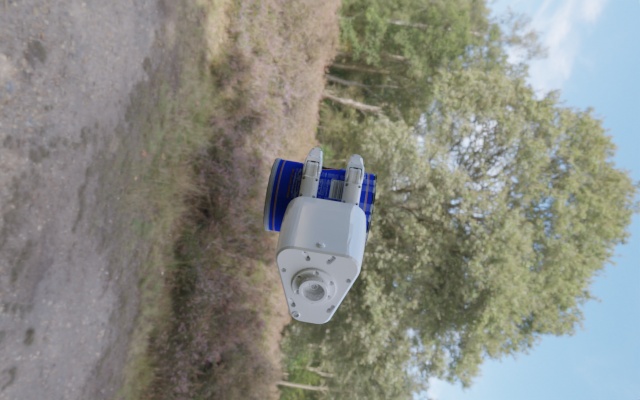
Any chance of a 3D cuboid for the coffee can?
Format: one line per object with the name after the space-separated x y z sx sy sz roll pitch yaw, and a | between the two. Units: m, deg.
0.000 0.002 0.663 0.140 0.103 0.103 9 0 2 | coffee can
